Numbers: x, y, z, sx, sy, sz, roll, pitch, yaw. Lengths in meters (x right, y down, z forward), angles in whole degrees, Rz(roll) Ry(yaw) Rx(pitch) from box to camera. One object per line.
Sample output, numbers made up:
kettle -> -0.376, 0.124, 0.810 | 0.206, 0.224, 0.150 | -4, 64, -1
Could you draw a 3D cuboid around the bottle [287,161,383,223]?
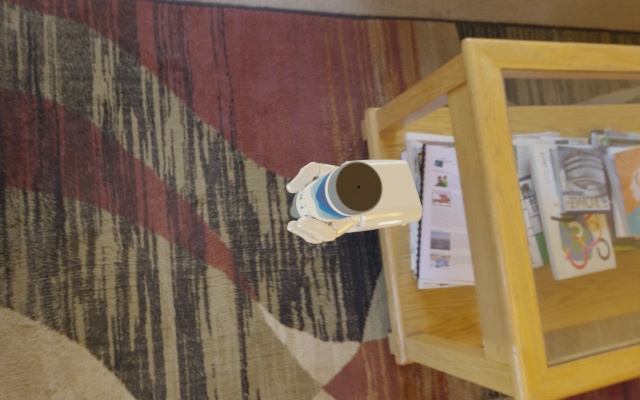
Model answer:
bottle -> 0.000, 0.002, 0.733 | 0.069, 0.069, 0.296 | 0, -8, -19
